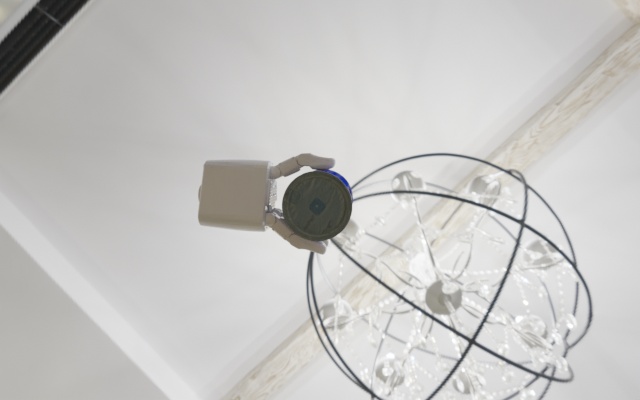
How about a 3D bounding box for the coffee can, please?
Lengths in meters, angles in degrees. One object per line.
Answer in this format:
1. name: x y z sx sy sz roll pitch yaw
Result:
1. coffee can: 0.000 0.002 0.757 0.103 0.103 0.140 0 5 4
